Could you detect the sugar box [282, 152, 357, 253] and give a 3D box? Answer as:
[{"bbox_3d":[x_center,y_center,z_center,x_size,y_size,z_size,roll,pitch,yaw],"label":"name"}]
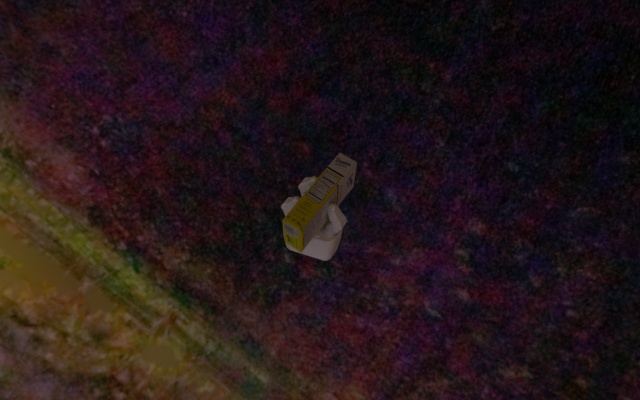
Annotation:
[{"bbox_3d":[0.000,0.003,0.879,0.048,0.176,0.093,30,-26,15],"label":"sugar box"}]
